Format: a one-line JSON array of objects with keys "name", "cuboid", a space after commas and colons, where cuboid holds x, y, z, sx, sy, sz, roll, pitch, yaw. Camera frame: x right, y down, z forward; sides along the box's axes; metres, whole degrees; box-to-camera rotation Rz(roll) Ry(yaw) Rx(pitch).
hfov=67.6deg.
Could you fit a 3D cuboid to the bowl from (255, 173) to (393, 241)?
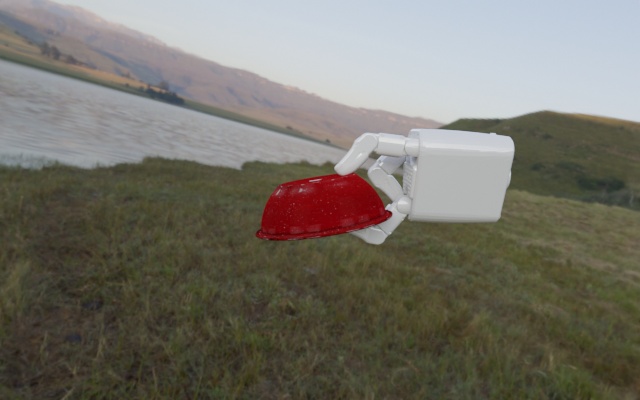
[{"name": "bowl", "cuboid": [-0.001, 0.002, 0.555, 0.162, 0.055, 0.162, -9, 6, 1]}]
